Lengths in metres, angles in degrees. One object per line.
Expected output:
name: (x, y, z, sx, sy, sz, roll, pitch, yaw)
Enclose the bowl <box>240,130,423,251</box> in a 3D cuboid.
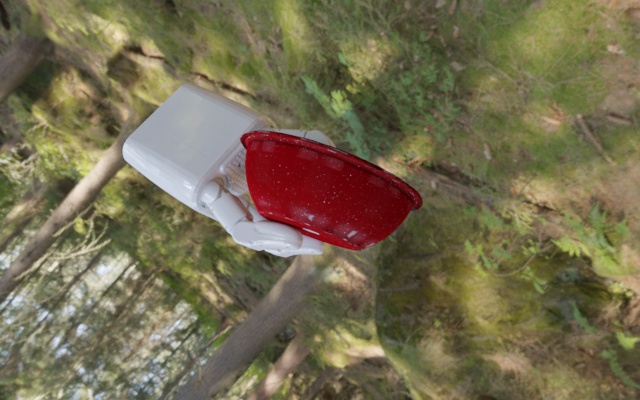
bowl: (0.001, 0.002, 0.399, 0.162, 0.055, 0.162, 19, -9, 3)
